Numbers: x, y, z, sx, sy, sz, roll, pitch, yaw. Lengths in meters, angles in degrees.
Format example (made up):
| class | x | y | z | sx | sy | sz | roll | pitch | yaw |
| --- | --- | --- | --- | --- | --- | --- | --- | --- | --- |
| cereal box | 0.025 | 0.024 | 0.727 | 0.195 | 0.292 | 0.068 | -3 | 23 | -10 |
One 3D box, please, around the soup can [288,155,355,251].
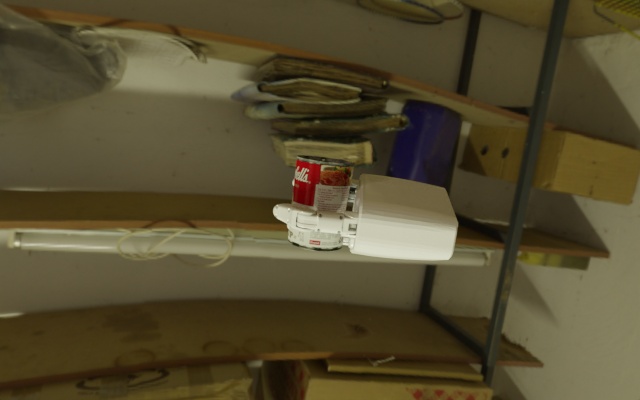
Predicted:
| class | x | y | z | sx | sy | sz | roll | pitch | yaw |
| --- | --- | --- | --- | --- | --- | --- | --- | --- | --- |
| soup can | 0.000 | 0.002 | 0.562 | 0.068 | 0.102 | 0.068 | 7 | 10 | -1 |
